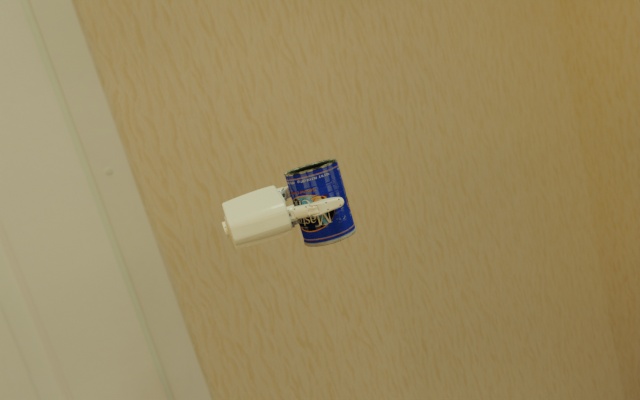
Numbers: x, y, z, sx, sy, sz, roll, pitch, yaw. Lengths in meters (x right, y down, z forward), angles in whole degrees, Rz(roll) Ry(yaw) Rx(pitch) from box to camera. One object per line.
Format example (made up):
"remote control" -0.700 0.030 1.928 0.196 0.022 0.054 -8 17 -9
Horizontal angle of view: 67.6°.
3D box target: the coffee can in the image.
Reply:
"coffee can" 0.000 0.003 0.893 0.103 0.140 0.103 -15 10 3
